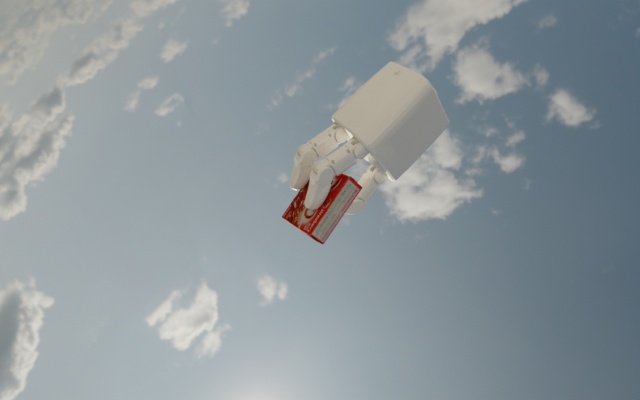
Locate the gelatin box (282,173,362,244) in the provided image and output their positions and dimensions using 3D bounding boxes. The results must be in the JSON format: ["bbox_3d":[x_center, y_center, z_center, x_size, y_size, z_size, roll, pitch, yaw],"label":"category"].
[{"bbox_3d":[0.000,0.002,0.606,0.030,0.089,0.073,38,-6,-37],"label":"gelatin box"}]
